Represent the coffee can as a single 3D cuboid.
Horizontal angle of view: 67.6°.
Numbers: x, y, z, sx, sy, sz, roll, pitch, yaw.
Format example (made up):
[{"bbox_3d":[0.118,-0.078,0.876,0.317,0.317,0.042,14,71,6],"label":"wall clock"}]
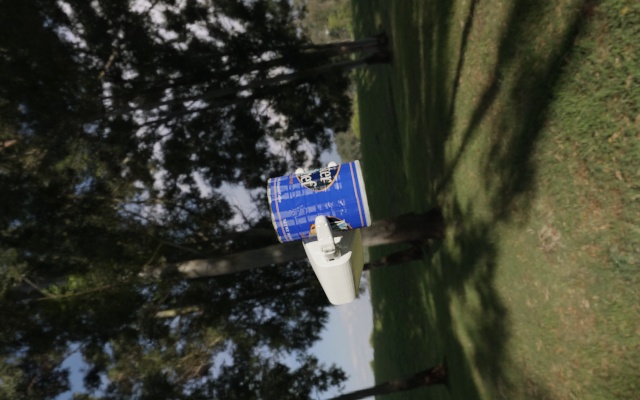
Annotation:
[{"bbox_3d":[0.000,0.002,0.730,0.140,0.103,0.103,-11,-1,4],"label":"coffee can"}]
